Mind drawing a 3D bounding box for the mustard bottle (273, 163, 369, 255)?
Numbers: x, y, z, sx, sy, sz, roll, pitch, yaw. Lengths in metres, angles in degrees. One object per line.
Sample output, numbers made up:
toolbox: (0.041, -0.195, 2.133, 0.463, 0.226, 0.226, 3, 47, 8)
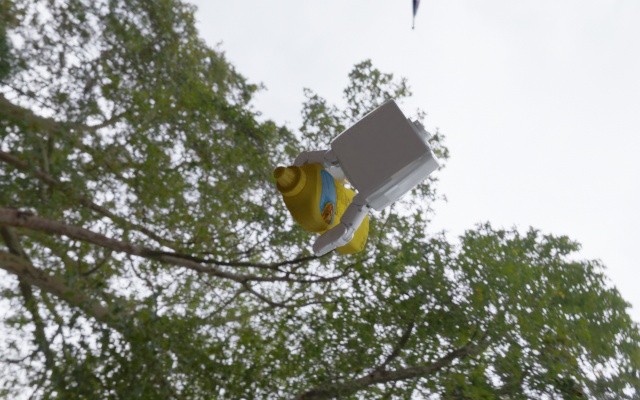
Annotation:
mustard bottle: (0.000, 0.002, 0.671, 0.058, 0.096, 0.192, -14, -32, 30)
